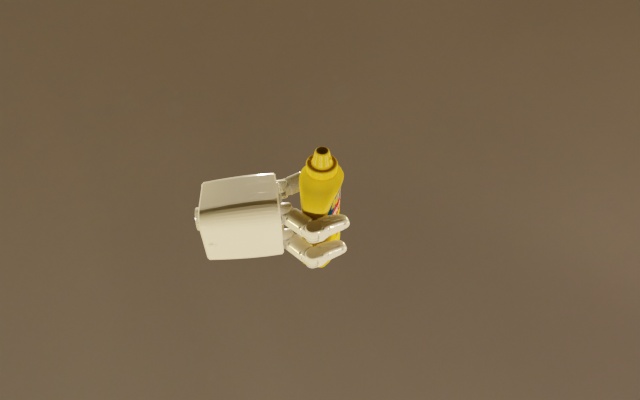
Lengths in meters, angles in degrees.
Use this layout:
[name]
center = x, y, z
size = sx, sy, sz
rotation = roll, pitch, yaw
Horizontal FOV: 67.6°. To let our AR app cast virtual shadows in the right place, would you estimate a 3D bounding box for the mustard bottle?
[mustard bottle]
center = 0.000, 0.002, 0.666
size = 0.058, 0.096, 0.192
rotation = 12, -42, 10
